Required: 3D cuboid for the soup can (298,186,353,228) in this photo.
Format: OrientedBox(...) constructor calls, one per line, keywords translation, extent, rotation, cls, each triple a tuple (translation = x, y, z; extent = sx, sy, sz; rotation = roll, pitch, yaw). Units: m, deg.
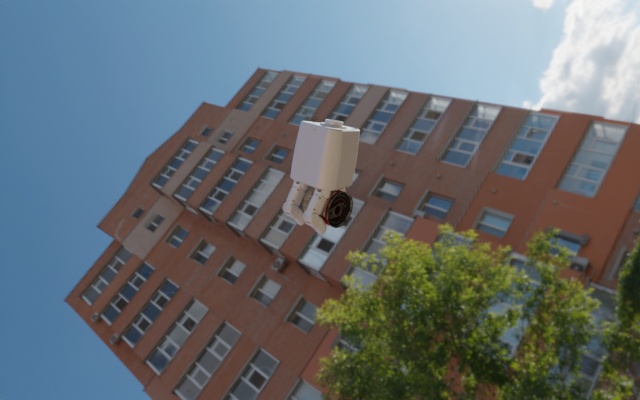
OrientedBox(translation=(0.000, 0.003, 0.884), extent=(0.102, 0.068, 0.068), rotation=(22, 14, 40), cls="soup can")
